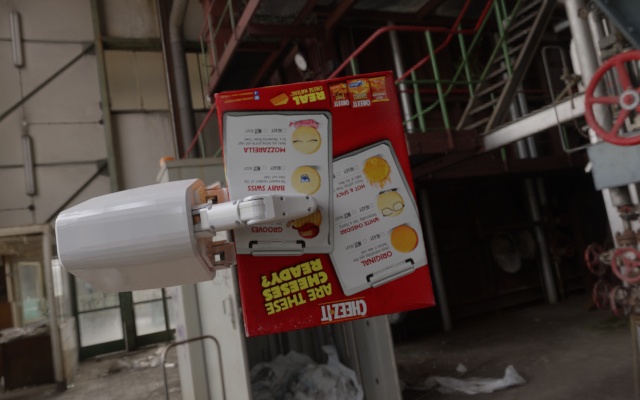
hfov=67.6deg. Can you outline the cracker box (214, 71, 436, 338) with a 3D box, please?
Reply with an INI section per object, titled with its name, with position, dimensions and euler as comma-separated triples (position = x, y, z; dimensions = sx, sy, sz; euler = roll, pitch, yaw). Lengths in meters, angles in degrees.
[cracker box]
position = 0.000, 0.001, 0.441
dimensions = 0.164, 0.213, 0.072
euler = -9, -7, -4
